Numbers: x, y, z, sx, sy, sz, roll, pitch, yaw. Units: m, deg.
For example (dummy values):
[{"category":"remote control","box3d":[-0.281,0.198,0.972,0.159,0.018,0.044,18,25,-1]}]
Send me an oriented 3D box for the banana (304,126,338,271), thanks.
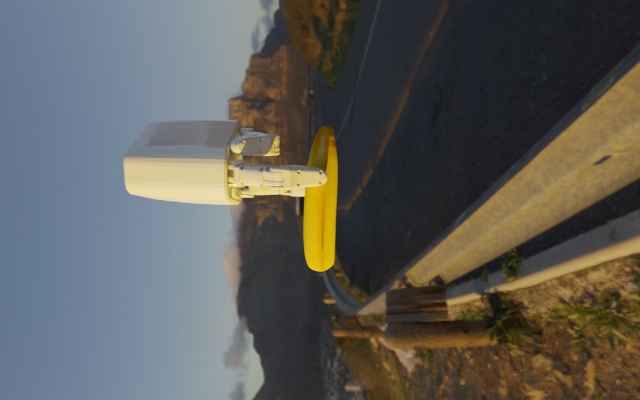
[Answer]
[{"category":"banana","box3d":[0.000,0.016,0.543,0.037,0.198,0.069,1,37,1]}]
